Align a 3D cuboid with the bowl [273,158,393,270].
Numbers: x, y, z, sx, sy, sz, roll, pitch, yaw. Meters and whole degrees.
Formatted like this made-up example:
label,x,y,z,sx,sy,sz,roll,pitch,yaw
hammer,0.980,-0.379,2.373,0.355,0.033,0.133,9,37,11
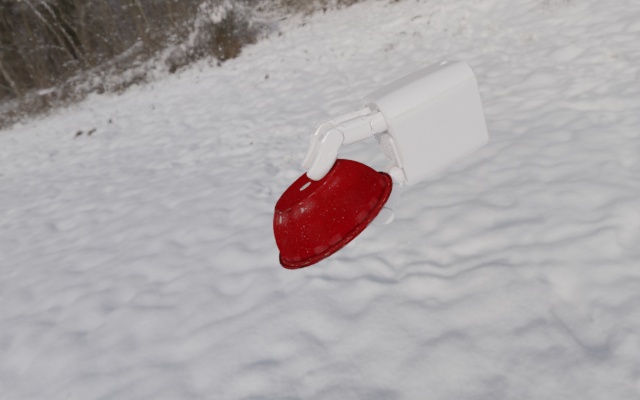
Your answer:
label,x,y,z,sx,sy,sz,roll,pitch,yaw
bowl,-0.001,0.002,0.540,0.162,0.055,0.162,-35,18,14
